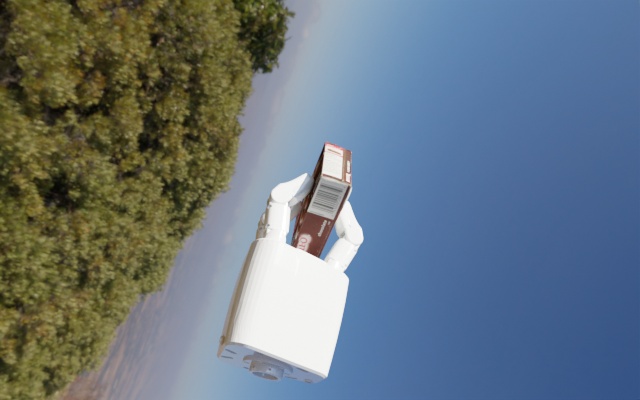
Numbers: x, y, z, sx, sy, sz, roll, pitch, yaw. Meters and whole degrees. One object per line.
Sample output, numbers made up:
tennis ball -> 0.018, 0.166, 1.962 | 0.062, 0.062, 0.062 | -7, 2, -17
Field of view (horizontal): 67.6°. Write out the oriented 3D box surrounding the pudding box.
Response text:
pudding box -> 0.000, 0.002, 0.553 | 0.039, 0.113, 0.090 | 20, 29, -9
